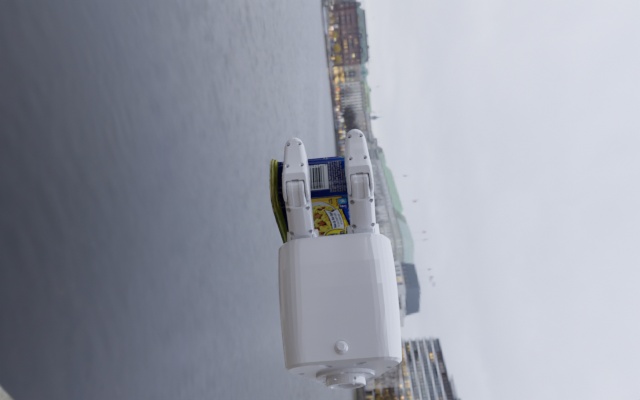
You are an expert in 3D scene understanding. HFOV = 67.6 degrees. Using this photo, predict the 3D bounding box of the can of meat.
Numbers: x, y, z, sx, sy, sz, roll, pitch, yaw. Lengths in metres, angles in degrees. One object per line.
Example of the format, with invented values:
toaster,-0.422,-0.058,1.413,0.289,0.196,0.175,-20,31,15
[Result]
can of meat,0.000,0.002,0.469,0.084,0.057,0.102,-5,-34,3
